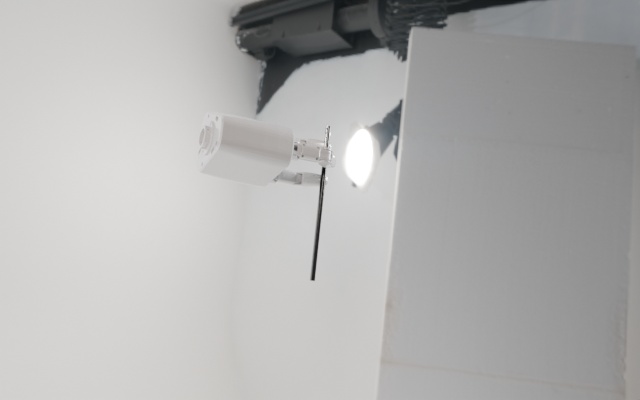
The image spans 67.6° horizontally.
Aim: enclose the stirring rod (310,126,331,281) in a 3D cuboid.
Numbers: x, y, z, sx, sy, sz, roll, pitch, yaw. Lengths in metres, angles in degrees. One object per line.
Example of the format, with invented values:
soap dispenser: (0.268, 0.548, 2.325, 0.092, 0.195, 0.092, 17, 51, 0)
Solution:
stirring rod: (0.000, 0.002, 0.735, 0.011, 0.239, 0.011, 6, -7, 1)
